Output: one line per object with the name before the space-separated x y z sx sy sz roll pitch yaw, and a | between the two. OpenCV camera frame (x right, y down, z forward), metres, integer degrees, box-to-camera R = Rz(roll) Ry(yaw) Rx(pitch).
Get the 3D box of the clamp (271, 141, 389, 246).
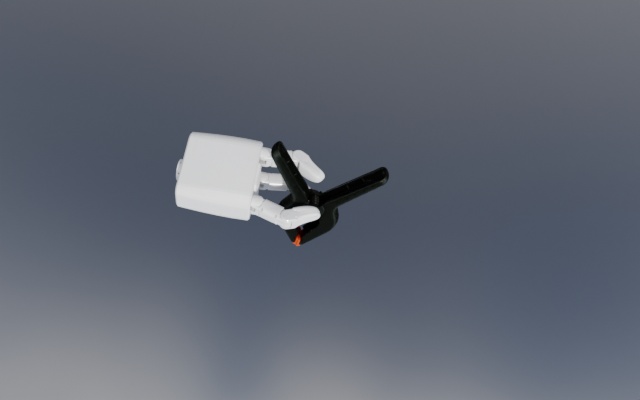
clamp | 0.000 0.003 0.709 0.164 0.036 0.210 9 -39 -5
